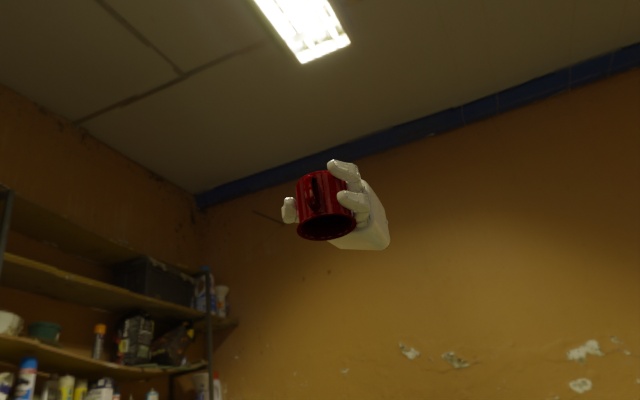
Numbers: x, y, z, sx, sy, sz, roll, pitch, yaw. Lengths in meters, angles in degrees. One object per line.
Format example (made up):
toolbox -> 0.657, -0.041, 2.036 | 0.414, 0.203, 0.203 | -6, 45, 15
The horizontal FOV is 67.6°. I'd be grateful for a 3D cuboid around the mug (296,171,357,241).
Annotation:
mug -> -0.001, 0.002, 0.736 | 0.093, 0.081, 0.117 | -18, -30, 17
